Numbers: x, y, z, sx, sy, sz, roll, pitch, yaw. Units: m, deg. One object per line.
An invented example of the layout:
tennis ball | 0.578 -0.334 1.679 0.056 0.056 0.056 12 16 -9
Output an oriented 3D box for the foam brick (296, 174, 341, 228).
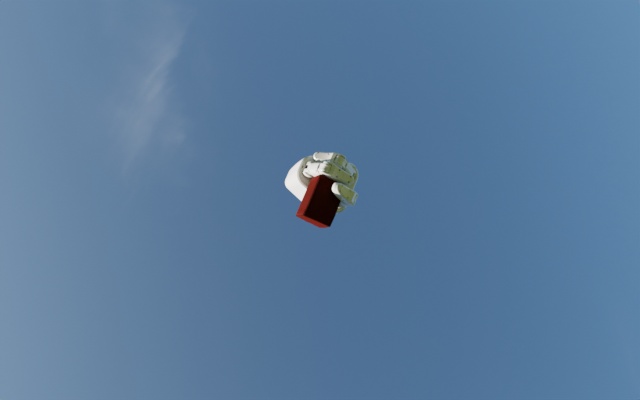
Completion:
foam brick | 0.000 0.003 0.822 0.053 0.078 0.051 27 -14 -15
